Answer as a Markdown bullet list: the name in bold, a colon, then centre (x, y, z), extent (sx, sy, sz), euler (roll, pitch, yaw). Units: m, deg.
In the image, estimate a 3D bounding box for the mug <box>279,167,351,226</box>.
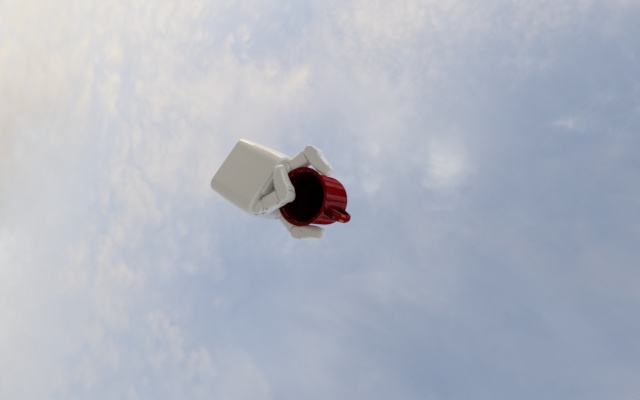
- **mug**: centre (0.001, 0.003, 0.767), extent (0.117, 0.093, 0.081), euler (30, 10, 31)
